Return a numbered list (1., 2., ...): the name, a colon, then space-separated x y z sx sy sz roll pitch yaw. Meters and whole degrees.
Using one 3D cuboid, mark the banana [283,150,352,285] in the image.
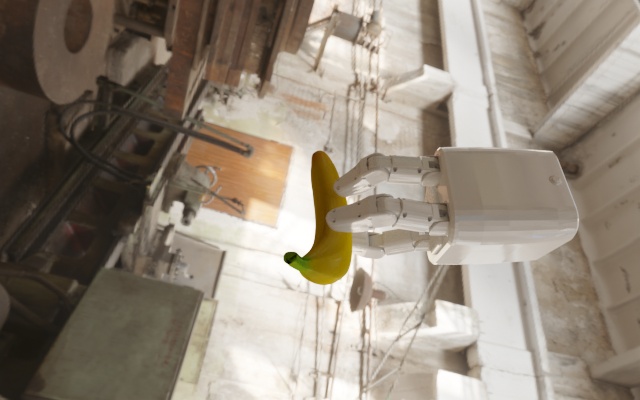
1. banana: 0.006 0.019 0.448 0.037 0.070 0.197 -16 27 13
